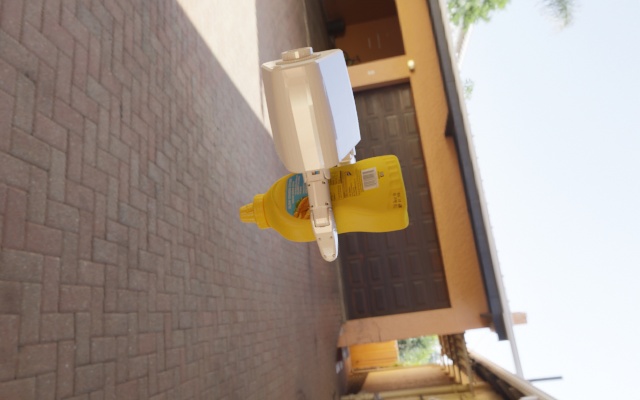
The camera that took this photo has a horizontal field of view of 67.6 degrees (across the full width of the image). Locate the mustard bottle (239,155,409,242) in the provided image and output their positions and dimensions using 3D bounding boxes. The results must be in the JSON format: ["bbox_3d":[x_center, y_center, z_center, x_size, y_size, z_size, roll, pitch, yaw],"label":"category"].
[{"bbox_3d":[0.000,0.002,0.551,0.191,0.096,0.058,-9,-44,7],"label":"mustard bottle"}]
